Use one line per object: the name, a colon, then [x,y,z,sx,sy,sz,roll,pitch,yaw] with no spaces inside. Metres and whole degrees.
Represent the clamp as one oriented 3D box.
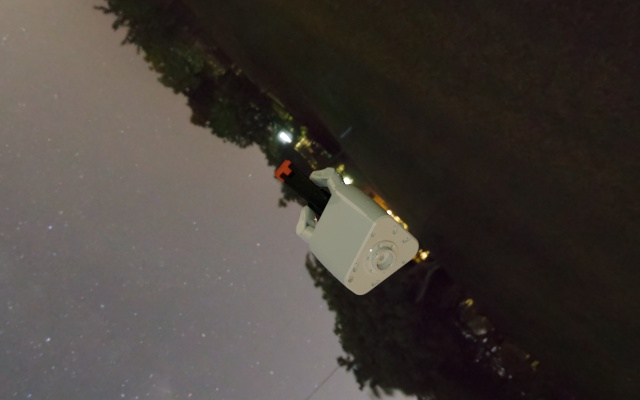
clamp: [-0.001,0.003,0.743,0.210,0.036,0.164,41,-2,-35]
